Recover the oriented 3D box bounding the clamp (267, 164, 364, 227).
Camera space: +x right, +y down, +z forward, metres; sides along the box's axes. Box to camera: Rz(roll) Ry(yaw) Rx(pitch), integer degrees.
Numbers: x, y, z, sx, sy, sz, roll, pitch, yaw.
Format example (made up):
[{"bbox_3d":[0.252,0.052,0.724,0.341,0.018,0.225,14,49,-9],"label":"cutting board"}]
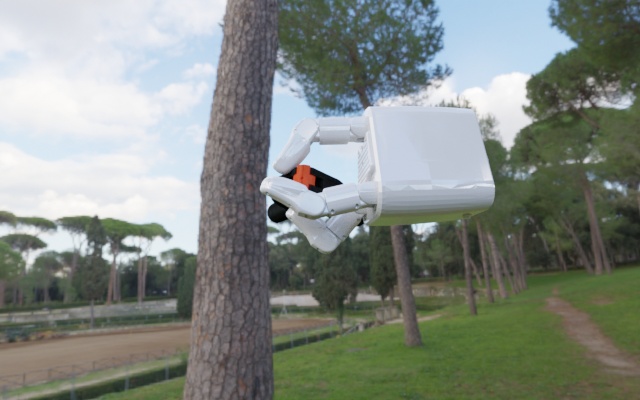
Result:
[{"bbox_3d":[0.000,0.001,0.519,0.120,0.039,0.171,-1,-11,-5],"label":"clamp"}]
